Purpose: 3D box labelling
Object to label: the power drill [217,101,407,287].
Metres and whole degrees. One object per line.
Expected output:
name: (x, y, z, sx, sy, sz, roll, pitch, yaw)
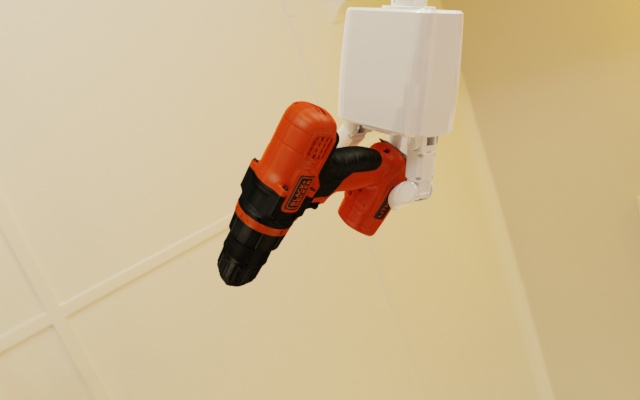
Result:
power drill: (0.000, 0.001, 0.467, 0.057, 0.184, 0.187, 44, 26, 29)
